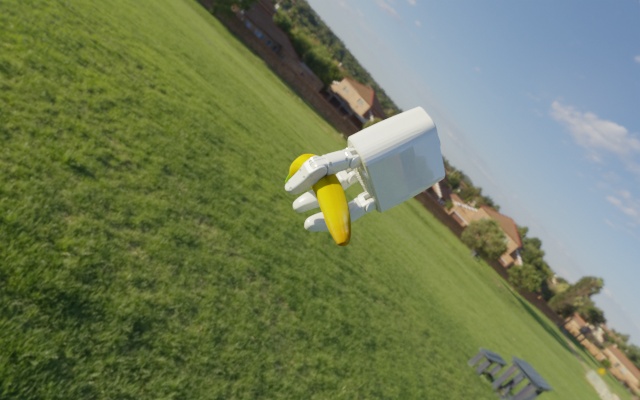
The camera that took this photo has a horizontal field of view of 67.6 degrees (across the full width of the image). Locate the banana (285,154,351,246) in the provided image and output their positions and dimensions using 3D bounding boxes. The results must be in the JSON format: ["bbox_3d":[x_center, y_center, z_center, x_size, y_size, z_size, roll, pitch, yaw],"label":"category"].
[{"bbox_3d":[0.000,-0.016,0.635,0.037,0.070,0.197,-7,28,-21],"label":"banana"}]
